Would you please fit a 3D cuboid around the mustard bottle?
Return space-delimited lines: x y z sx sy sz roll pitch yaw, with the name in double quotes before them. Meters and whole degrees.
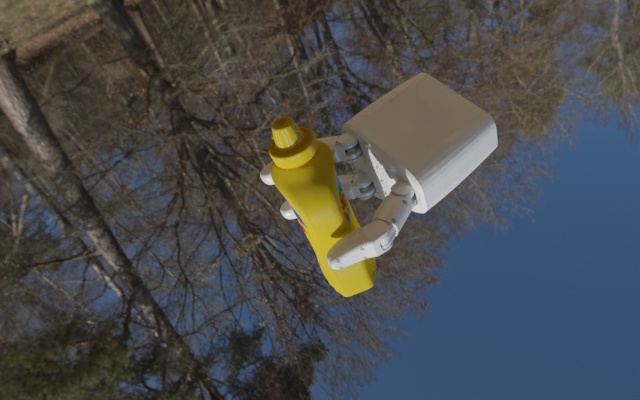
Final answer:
"mustard bottle" 0.000 0.002 0.450 0.058 0.192 0.096 -21 42 4
